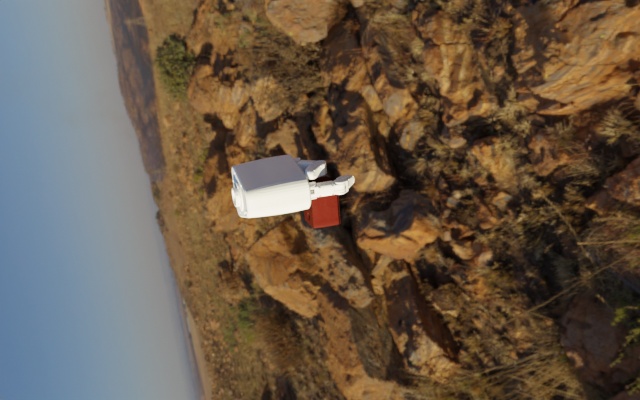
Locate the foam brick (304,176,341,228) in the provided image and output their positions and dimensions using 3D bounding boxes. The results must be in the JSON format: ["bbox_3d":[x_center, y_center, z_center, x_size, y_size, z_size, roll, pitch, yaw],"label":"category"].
[{"bbox_3d":[0.000,0.003,0.842,0.051,0.078,0.053,-11,20,-18],"label":"foam brick"}]
